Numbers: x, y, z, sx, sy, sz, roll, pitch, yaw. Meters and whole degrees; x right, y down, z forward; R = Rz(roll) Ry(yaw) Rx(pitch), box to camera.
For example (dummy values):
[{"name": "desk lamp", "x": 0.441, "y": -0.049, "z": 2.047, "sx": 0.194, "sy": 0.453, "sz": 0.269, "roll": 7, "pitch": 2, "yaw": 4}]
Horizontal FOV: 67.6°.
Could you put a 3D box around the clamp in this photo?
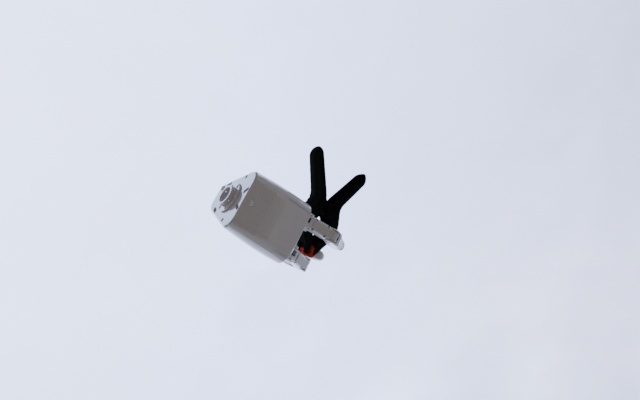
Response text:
[{"name": "clamp", "x": 0.000, "y": 0.003, "z": 0.760, "sx": 0.120, "sy": 0.171, "sz": 0.039, "roll": 36, "pitch": -18, "yaw": -30}]
